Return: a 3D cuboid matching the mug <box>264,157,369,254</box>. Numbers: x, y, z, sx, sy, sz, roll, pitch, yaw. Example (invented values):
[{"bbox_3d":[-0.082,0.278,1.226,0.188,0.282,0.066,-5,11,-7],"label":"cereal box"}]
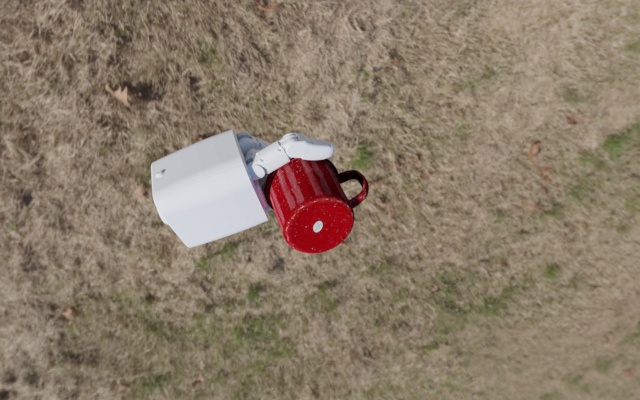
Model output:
[{"bbox_3d":[0.002,0.001,0.545,0.117,0.093,0.081,-21,41,-4],"label":"mug"}]
